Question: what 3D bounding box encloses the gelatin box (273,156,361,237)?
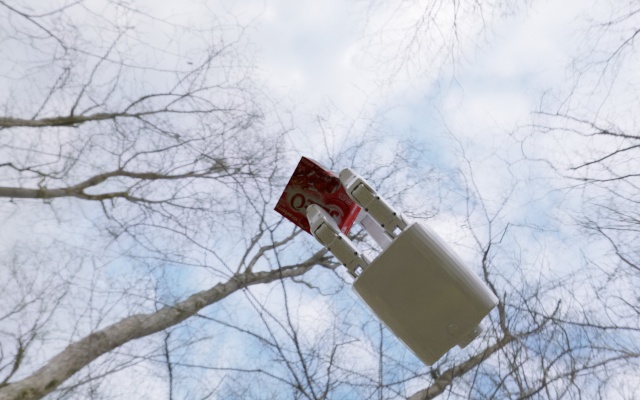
[{"bbox_3d":[0.000,0.002,0.543,0.089,0.073,0.030,33,11,25],"label":"gelatin box"}]
